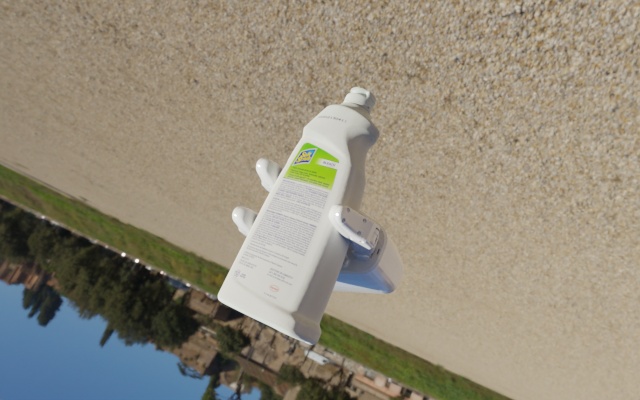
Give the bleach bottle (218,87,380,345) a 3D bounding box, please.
[{"bbox_3d":[0.000,0.002,0.467,0.102,0.250,0.068,18,-16,28],"label":"bleach bottle"}]
